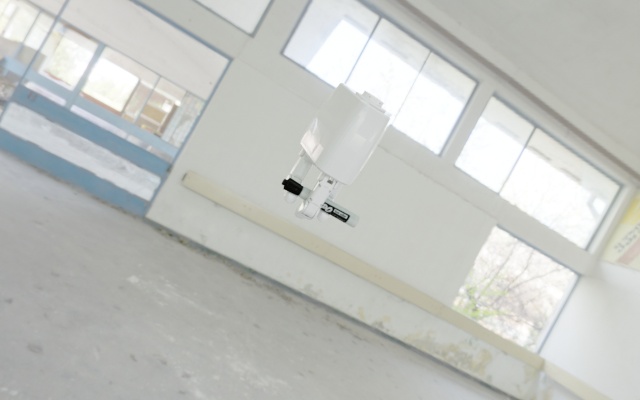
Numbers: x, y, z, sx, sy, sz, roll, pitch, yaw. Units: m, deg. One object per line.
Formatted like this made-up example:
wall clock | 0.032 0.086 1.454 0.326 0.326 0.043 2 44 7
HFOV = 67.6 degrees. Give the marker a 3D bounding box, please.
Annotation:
marker | 0.000 0.002 0.664 0.121 0.020 0.020 29 -8 -15
